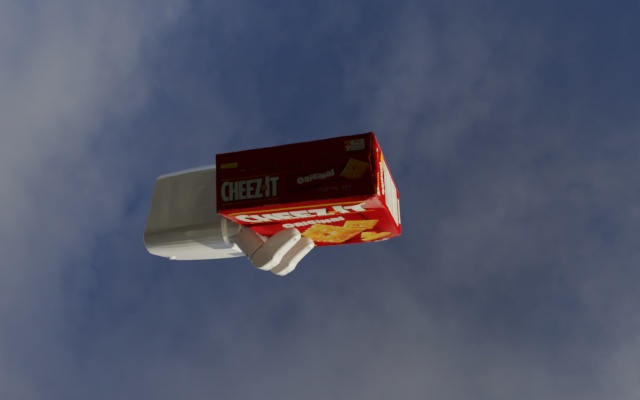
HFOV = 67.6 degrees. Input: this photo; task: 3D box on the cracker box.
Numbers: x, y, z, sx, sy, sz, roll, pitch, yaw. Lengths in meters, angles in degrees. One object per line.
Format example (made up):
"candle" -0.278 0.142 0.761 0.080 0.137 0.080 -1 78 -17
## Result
"cracker box" 0.000 0.002 0.551 0.164 0.072 0.214 -7 -16 14
